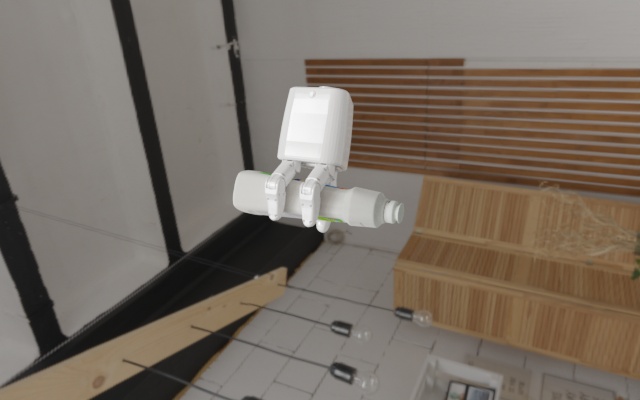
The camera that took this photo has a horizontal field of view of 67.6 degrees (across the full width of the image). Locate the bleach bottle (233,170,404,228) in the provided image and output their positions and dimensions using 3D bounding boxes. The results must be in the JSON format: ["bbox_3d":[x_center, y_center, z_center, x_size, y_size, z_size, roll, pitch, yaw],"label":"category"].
[{"bbox_3d":[0.000,0.002,0.704,0.251,0.068,0.102,8,-2,25],"label":"bleach bottle"}]
